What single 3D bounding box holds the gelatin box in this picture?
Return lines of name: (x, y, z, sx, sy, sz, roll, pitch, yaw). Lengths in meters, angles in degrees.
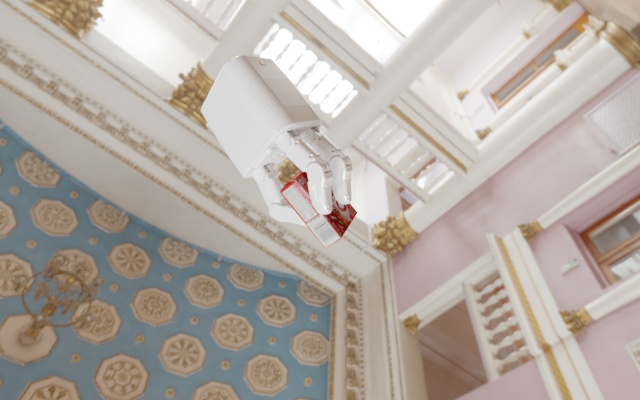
gelatin box: (0.000, 0.002, 0.575, 0.030, 0.089, 0.073, -35, 7, 29)
